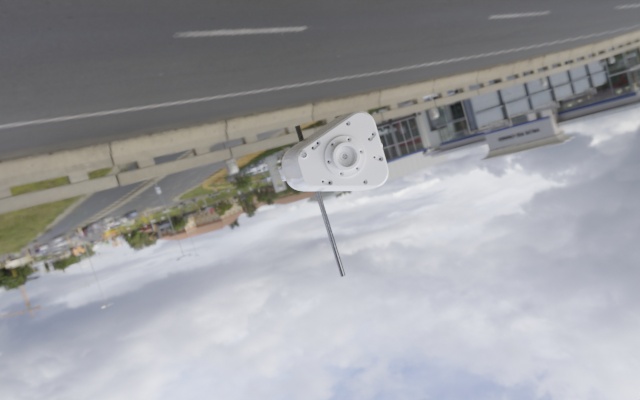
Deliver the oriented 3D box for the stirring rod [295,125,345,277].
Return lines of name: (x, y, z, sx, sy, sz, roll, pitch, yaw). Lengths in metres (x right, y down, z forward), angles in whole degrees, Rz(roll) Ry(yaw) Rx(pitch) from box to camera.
stirring rod: (0.000, 0.002, 0.729, 0.011, 0.239, 0.011, -17, 6, 2)
